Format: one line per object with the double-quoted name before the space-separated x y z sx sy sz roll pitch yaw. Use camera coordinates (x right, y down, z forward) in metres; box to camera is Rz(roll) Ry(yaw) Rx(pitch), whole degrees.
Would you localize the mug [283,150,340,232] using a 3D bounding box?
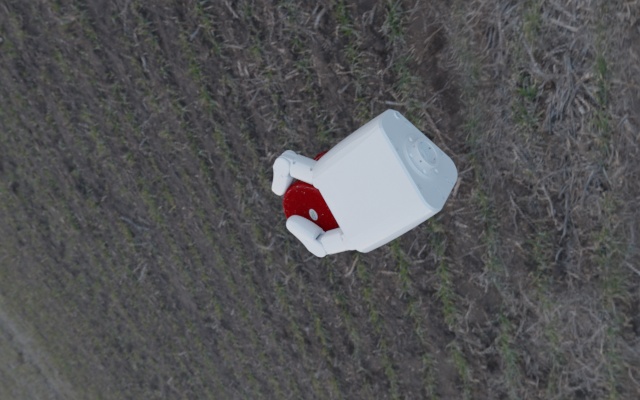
"mug" -0.001 0.003 0.596 0.117 0.093 0.081 -37 7 43
